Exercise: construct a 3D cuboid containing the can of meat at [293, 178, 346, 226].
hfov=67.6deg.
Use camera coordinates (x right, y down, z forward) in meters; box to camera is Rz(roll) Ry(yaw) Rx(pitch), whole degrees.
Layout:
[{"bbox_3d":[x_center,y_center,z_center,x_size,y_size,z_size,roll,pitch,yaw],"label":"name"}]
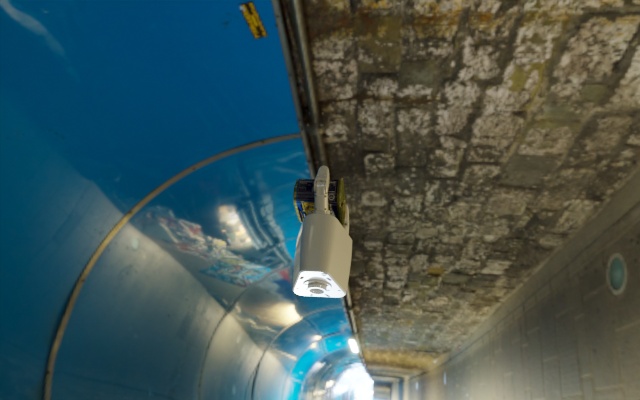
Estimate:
[{"bbox_3d":[0.000,0.003,0.863,0.084,0.057,0.102,1,-31,8],"label":"can of meat"}]
